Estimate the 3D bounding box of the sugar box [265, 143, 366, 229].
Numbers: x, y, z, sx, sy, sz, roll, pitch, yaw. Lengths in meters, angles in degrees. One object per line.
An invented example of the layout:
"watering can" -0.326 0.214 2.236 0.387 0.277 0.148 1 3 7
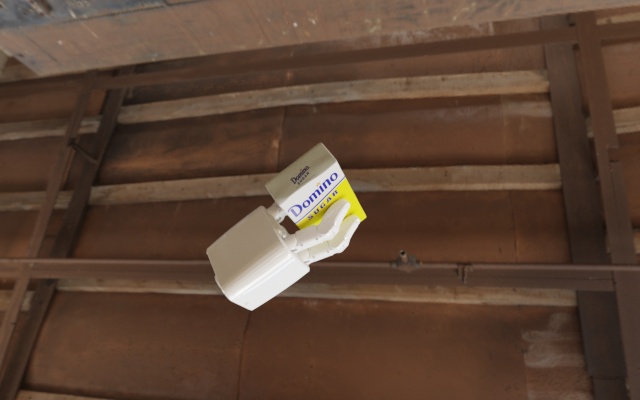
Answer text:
"sugar box" 0.000 0.003 0.669 0.093 0.048 0.176 -37 -28 -1
